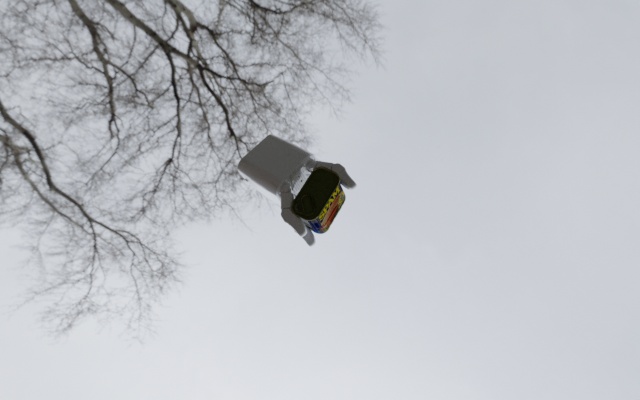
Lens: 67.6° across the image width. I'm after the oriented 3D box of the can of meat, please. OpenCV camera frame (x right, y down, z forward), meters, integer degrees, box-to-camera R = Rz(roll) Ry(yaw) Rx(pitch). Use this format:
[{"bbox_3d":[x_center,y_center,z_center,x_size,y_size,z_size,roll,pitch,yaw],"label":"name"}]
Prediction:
[{"bbox_3d":[0.000,0.003,0.873,0.057,0.102,0.084,26,-15,23],"label":"can of meat"}]
